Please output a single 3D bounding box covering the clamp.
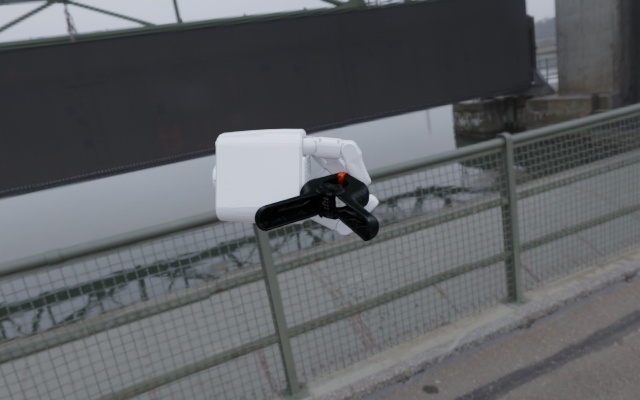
[{"bbox_3d":[0.000,0.001,0.519,0.120,0.039,0.171,8,16,2],"label":"clamp"}]
